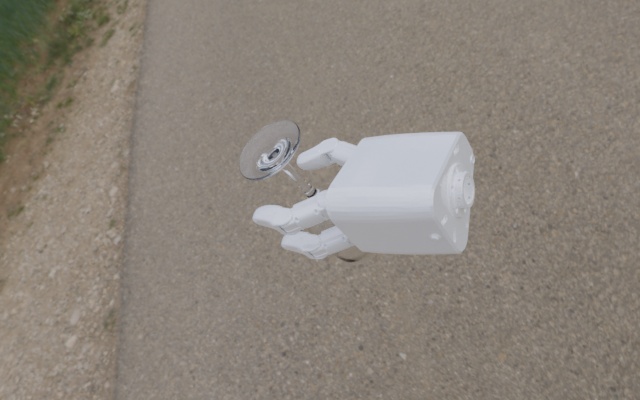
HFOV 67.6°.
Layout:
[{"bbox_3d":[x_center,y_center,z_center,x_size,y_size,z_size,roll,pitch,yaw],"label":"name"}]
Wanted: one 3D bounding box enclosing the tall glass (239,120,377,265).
[{"bbox_3d":[0.000,0.001,0.540,0.079,0.079,0.201,0,-32,37],"label":"tall glass"}]
